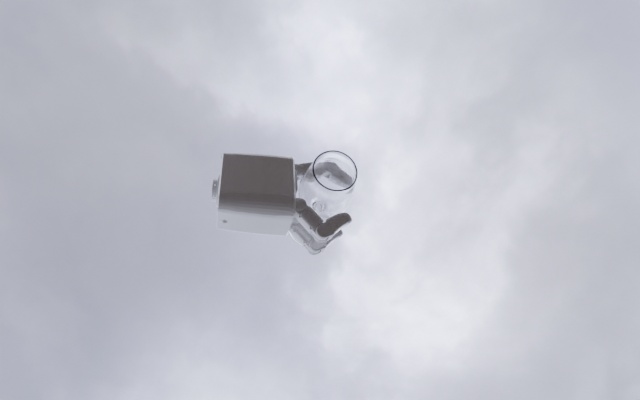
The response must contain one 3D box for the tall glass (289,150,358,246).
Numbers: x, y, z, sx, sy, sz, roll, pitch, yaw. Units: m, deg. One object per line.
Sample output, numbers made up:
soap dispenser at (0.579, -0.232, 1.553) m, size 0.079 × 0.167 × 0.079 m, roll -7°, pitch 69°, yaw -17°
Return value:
tall glass at (0.000, 0.003, 0.717) m, size 0.079 × 0.079 × 0.201 m, roll 0°, pitch -25°, yaw -13°
